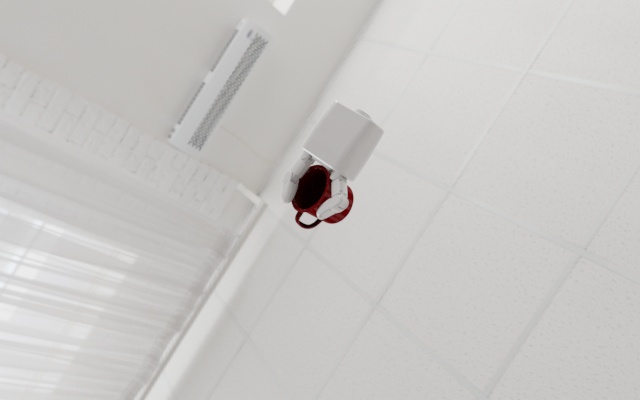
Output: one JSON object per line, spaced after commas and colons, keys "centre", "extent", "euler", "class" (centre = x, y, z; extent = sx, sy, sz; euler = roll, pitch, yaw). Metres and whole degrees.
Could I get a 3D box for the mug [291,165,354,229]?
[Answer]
{"centre": [0.000, 0.004, 0.874], "extent": [0.081, 0.117, 0.093], "euler": [30, 7, -40], "class": "mug"}
